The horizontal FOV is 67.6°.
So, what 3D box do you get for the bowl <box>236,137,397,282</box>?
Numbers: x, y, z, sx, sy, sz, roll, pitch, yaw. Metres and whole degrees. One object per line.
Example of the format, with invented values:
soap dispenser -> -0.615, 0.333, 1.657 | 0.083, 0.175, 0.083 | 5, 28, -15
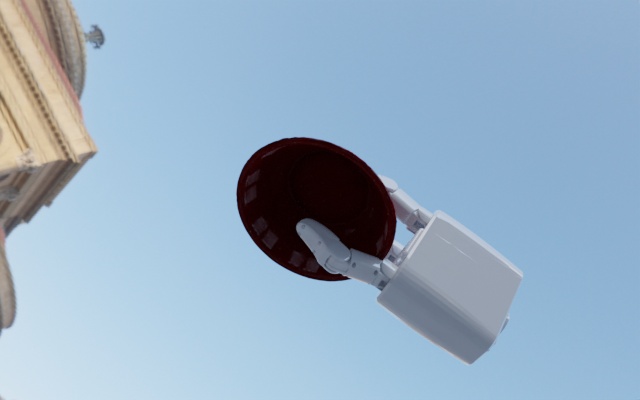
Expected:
bowl -> -0.001, 0.000, 0.477 | 0.162, 0.162, 0.055 | 0, 31, 21
